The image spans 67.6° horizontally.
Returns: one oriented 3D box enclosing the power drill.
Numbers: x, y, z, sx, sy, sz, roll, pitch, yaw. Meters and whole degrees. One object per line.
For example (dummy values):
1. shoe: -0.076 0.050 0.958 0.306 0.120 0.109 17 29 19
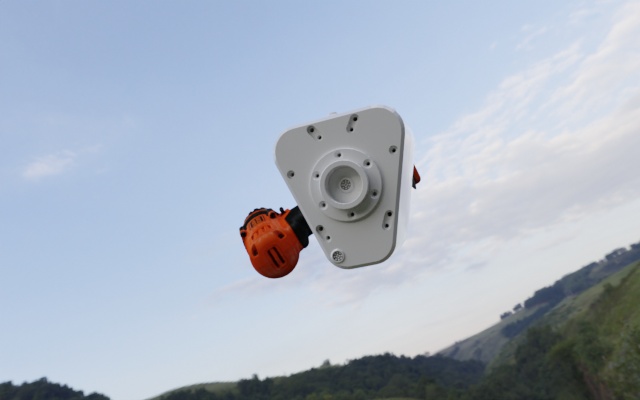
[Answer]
1. power drill: 0.000 0.001 0.508 0.187 0.057 0.184 -35 14 -5
